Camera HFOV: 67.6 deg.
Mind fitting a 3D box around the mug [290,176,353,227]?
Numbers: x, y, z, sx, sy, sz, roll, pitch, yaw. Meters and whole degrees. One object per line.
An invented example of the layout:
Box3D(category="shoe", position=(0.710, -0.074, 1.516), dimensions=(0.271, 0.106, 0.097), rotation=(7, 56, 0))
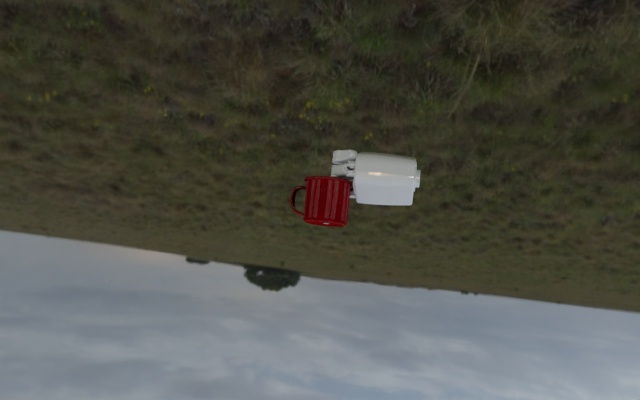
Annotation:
Box3D(category="mug", position=(-0.001, 0.003, 0.885), dimensions=(0.117, 0.081, 0.093), rotation=(4, -9, 10))
